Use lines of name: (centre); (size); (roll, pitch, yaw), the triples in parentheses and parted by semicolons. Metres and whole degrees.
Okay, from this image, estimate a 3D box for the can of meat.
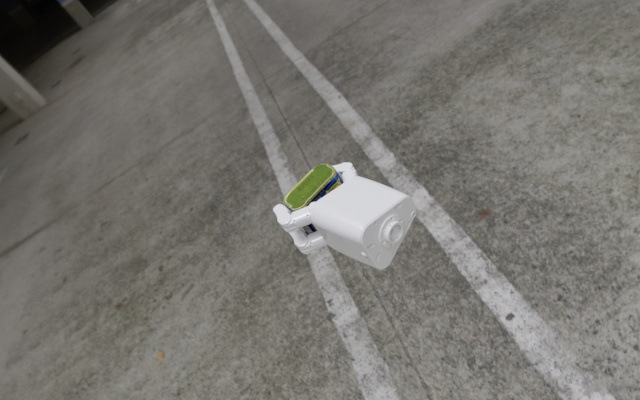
can of meat: (0.000, 0.002, 0.774); (0.057, 0.102, 0.084); (28, -21, 47)
